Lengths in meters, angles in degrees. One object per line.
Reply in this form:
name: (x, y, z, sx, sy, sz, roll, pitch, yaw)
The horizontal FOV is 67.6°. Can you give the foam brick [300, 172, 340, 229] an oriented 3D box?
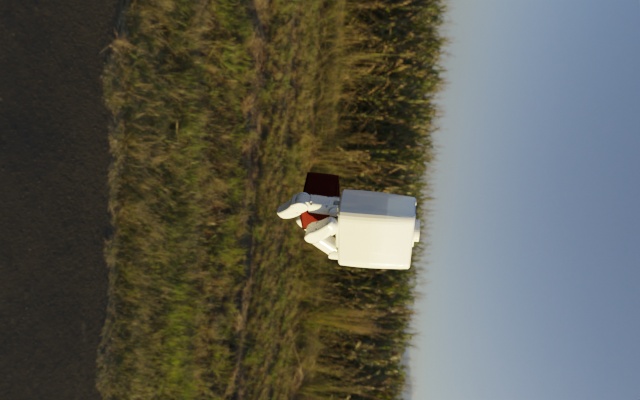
foam brick: (0.000, 0.002, 0.744, 0.051, 0.078, 0.053, 4, -39, 10)
